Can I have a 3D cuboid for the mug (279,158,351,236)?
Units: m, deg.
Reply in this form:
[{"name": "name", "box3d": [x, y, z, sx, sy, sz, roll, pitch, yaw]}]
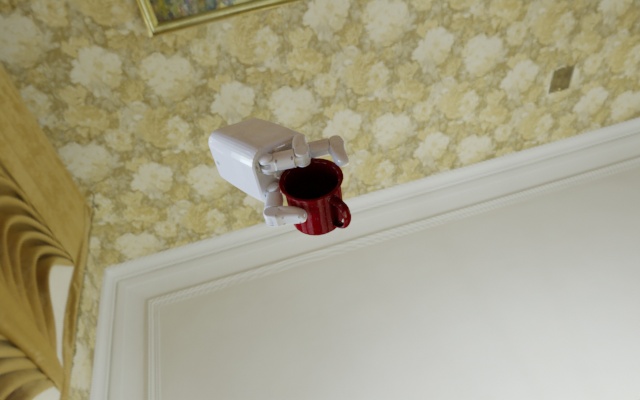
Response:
[{"name": "mug", "box3d": [0.001, 0.003, 0.701, 0.117, 0.082, 0.093, 29, 56, 34]}]
